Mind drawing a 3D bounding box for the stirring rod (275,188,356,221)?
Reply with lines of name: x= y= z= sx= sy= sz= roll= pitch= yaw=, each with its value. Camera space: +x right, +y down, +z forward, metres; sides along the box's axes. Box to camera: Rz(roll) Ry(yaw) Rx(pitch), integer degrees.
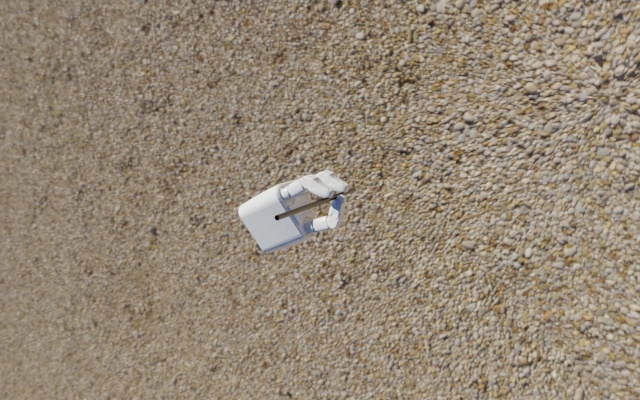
stirring rod: x=0.000 y=0.003 z=0.770 sx=0.011 sy=0.011 sz=0.239 roll=0 pitch=10 yaw=31
